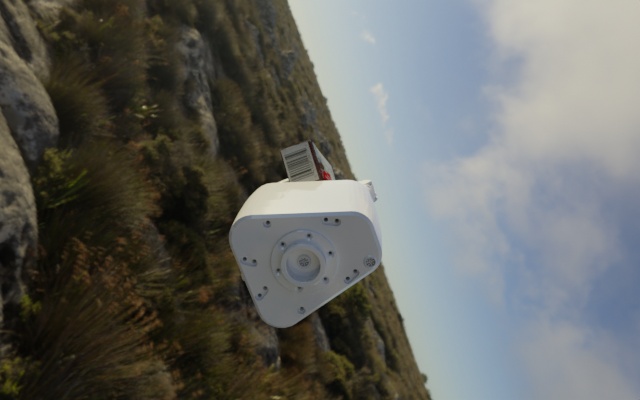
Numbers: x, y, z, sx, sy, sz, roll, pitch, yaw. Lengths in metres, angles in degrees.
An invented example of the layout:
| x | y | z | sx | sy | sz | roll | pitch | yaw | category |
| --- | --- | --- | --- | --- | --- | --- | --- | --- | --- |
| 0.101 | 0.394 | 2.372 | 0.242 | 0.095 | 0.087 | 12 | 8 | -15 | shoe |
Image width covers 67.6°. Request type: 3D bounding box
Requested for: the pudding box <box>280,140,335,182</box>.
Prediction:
| x | y | z | sx | sy | sz | roll | pitch | yaw | category |
| --- | --- | --- | --- | --- | --- | --- | --- | --- | --- |
| 0.000 | 0.002 | 0.519 | 0.039 | 0.113 | 0.090 | -18 | -17 | 10 | pudding box |
